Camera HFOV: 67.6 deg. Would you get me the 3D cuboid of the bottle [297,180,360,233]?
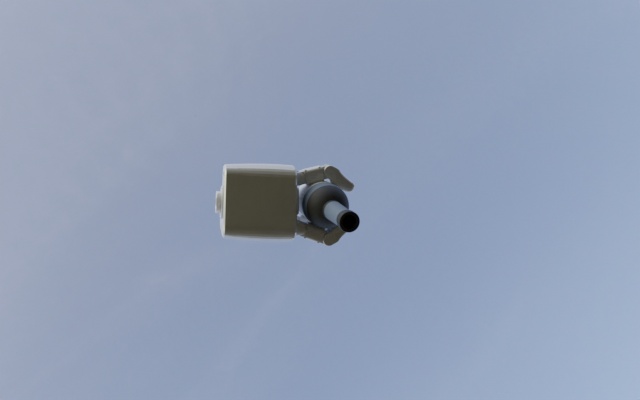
[{"bbox_3d":[0.000,0.002,0.739,0.069,0.069,0.295,0,10,-15],"label":"bottle"}]
